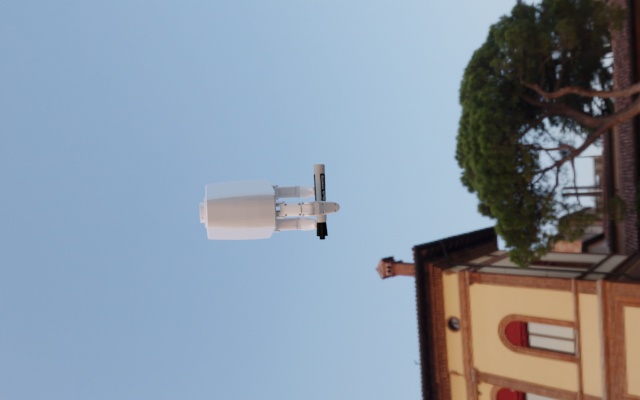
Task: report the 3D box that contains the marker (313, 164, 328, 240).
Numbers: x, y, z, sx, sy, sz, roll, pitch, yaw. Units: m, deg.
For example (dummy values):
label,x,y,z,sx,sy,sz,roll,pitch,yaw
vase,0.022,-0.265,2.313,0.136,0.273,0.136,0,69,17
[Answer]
label,x,y,z,sx,sy,sz,roll,pitch,yaw
marker,0.000,0.003,0.767,0.020,0.121,0.020,-2,1,0
